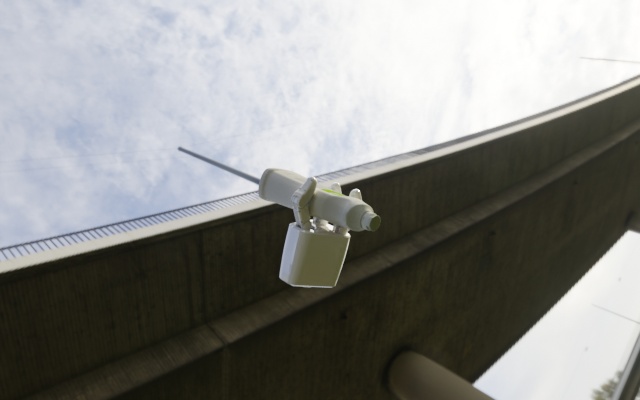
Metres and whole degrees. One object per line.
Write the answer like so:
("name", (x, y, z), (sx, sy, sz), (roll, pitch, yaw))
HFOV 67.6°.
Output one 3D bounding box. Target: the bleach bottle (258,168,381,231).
("bleach bottle", (0.000, 0.003, 0.878), (0.102, 0.068, 0.250), (4, 13, -46))
